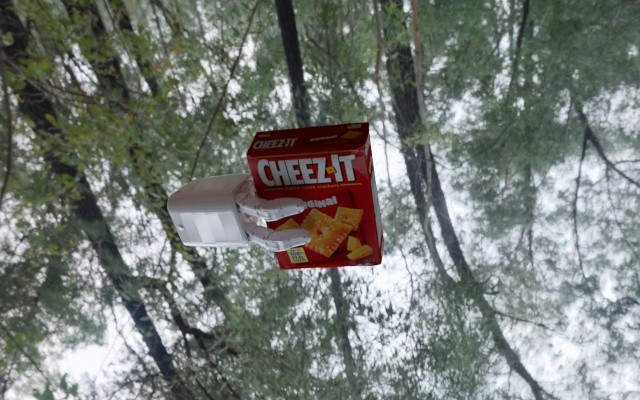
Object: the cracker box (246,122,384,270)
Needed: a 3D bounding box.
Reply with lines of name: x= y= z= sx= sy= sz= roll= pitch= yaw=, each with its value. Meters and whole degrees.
cracker box: x=0.000 y=0.002 z=0.696 sx=0.164 sy=0.214 sz=0.072 roll=-3 pitch=36 yaw=12
